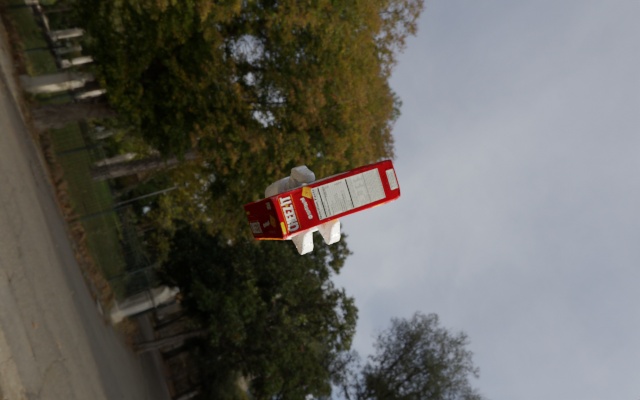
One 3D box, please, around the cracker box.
[{"bbox_3d":[0.000,0.002,0.789,0.213,0.072,0.164,-19,2,-23],"label":"cracker box"}]
